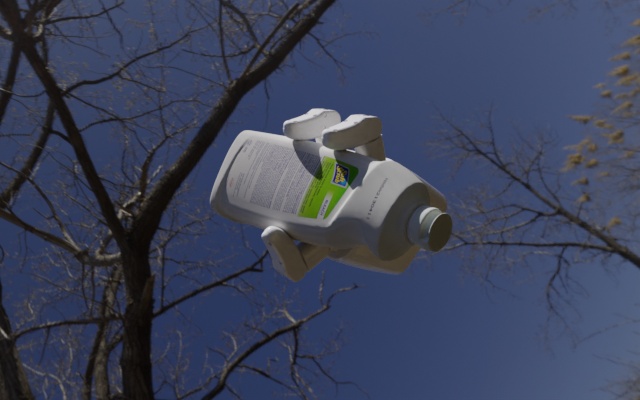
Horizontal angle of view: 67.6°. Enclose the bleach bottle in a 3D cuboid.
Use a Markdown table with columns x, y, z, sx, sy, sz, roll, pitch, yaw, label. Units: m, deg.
| x | y | z | sx | sy | sz | roll | pitch | yaw | label |
| --- | --- | --- | --- | --- | --- | --- | --- | --- | --- |
| 0.000 | 0.001 | 0.429 | 0.250 | 0.102 | 0.068 | 20 | -3 | 46 | bleach bottle |
